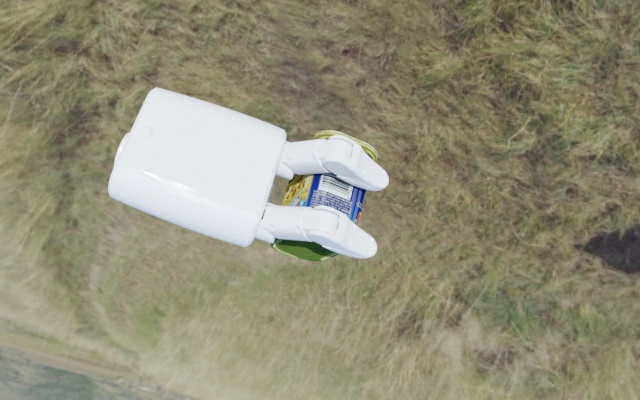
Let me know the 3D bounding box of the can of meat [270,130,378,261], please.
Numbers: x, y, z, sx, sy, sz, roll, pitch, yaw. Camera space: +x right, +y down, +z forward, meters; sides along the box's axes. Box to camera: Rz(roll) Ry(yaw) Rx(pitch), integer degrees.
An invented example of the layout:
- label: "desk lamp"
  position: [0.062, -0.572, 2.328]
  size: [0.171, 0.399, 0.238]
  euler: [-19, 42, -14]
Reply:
- label: "can of meat"
  position: [0.000, 0.002, 0.413]
  size: [0.057, 0.084, 0.102]
  euler: [21, -24, -15]
